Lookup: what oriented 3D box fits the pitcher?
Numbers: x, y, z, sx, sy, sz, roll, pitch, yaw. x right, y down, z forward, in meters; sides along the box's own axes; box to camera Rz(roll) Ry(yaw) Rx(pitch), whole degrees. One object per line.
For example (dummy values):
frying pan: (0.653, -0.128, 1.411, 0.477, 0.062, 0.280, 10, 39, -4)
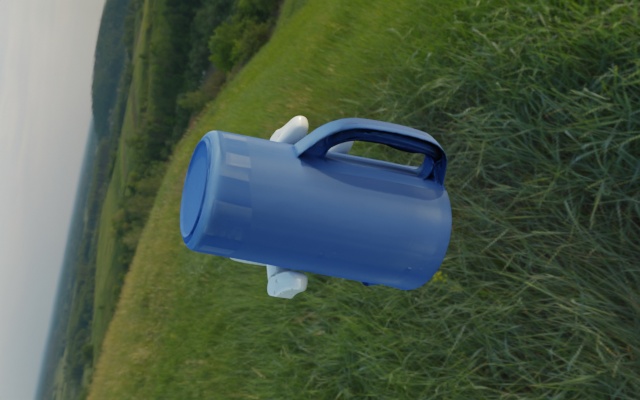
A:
pitcher: (0.000, 0.002, 0.463, 0.243, 0.149, 0.145, 11, -12, -26)
